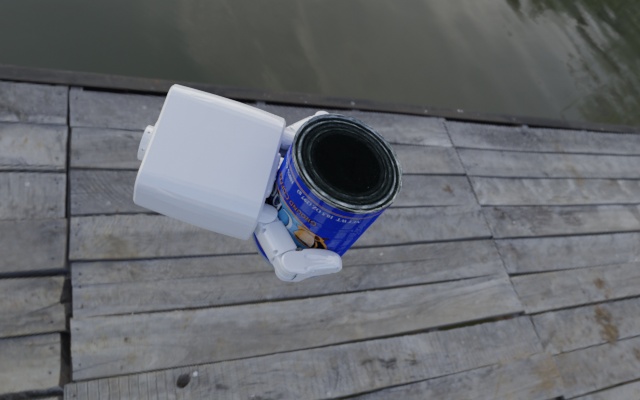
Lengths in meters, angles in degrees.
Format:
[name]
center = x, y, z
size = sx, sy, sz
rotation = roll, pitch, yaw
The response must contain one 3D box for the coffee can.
[coffee can]
center = 0.000, 0.002, 0.458
size = 0.103, 0.102, 0.140
rotation = 0, -31, -24
